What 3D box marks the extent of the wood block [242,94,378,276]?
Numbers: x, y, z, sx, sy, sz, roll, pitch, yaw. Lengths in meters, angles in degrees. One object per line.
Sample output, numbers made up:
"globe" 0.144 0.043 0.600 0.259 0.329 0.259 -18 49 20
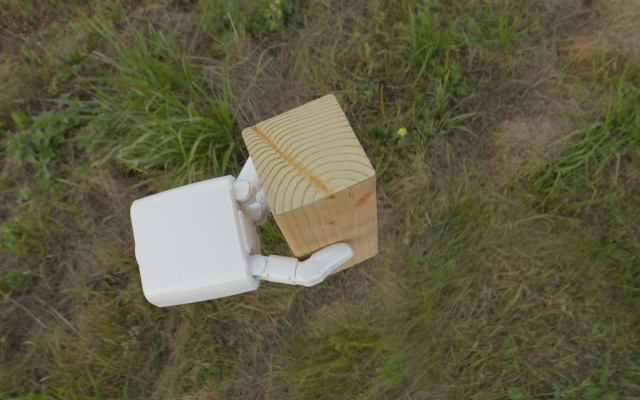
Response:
"wood block" 0.000 0.002 0.486 0.090 0.090 0.206 -23 -25 -3
